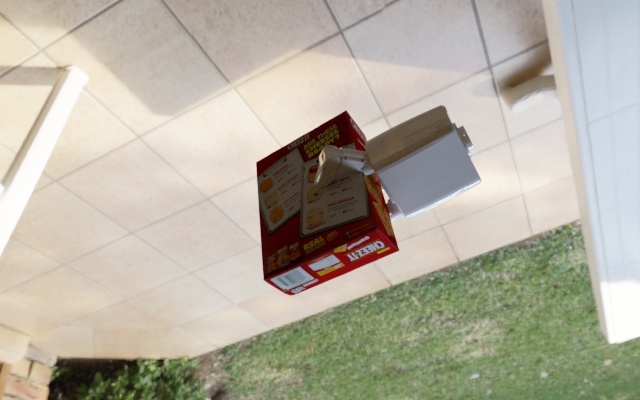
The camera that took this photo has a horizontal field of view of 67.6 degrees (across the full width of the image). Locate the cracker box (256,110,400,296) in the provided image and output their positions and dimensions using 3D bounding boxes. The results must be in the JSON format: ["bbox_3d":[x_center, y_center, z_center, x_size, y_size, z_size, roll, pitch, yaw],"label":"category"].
[{"bbox_3d":[0.000,0.002,0.652,0.164,0.213,0.072,-27,-43,19],"label":"cracker box"}]
